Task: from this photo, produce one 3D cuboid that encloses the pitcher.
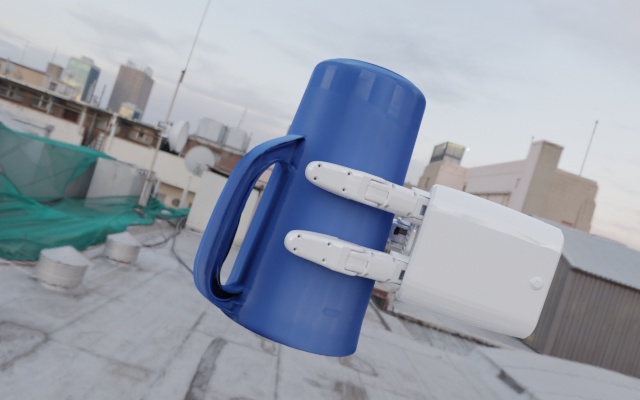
[{"bbox_3d":[0.000,0.001,0.426,0.145,0.243,0.149,19,0,6],"label":"pitcher"}]
